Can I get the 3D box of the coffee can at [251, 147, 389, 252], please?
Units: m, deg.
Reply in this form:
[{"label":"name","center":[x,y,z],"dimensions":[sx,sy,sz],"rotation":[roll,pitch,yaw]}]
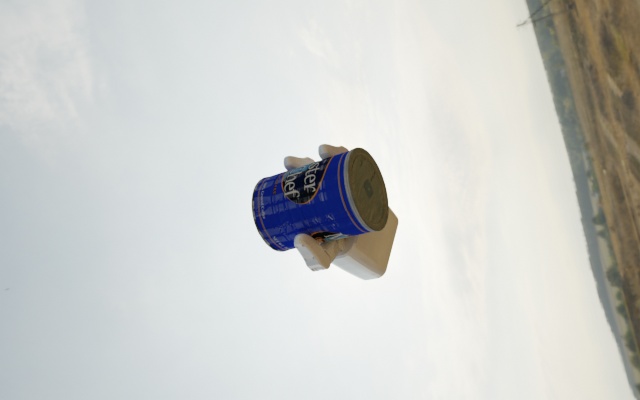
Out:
[{"label":"coffee can","center":[0.000,0.002,0.597],"dimensions":[0.140,0.103,0.103],"rotation":[-15,-8,29]}]
